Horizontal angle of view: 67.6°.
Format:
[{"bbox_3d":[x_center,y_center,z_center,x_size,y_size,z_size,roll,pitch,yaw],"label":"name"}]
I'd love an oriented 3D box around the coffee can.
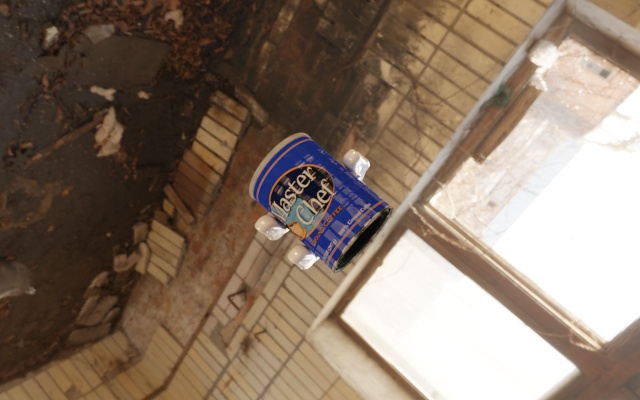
[{"bbox_3d":[0.000,0.002,0.569,0.140,0.103,0.103,41,13,16],"label":"coffee can"}]
